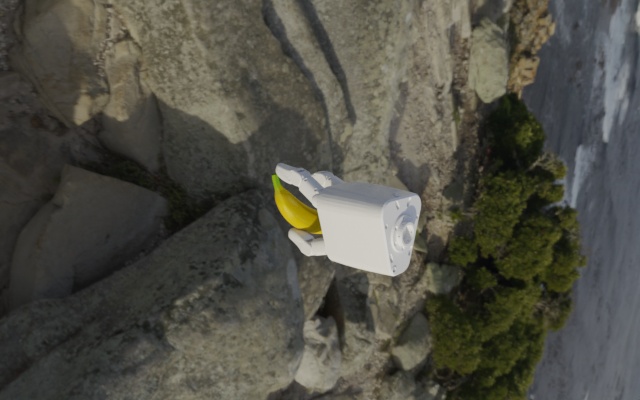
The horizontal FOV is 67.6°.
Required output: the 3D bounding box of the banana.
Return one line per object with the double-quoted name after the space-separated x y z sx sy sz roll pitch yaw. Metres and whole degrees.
-0.007 0.019 0.761 0.037 0.069 0.198 8 -11 42 "banana"
